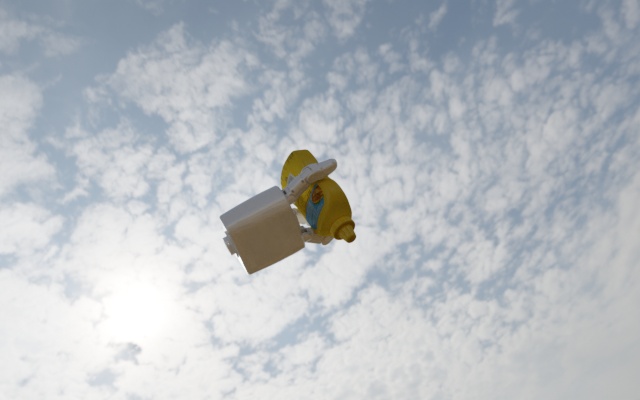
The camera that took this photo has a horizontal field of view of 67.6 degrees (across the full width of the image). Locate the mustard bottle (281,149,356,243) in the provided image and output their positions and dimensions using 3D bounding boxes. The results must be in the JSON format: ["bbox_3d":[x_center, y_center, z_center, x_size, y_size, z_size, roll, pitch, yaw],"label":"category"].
[{"bbox_3d":[0.000,0.002,0.794,0.058,0.096,0.191,-9,42,-32],"label":"mustard bottle"}]
